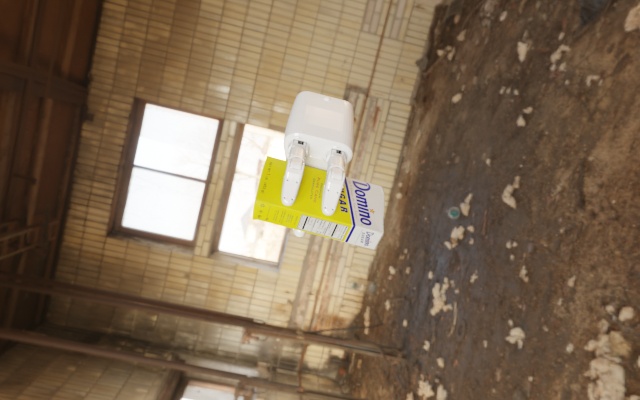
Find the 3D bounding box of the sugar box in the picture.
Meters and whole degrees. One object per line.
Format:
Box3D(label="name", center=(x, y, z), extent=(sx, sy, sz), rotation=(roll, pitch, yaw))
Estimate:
Box3D(label="sugar box", center=(0.000, 0.002, 0.662), extent=(0.176, 0.093, 0.048), rotation=(12, -44, -6))
